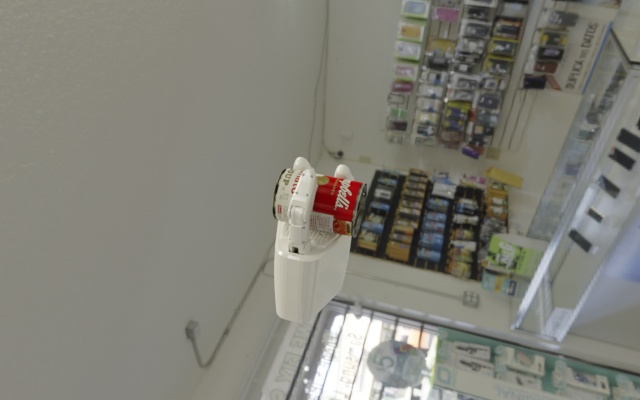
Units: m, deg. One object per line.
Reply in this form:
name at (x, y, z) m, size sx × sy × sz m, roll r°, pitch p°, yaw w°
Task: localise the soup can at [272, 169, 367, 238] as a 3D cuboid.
soup can at (0.000, 0.001, 0.585) m, size 0.102 × 0.068 × 0.068 m, roll 12°, pitch 2°, yaw 12°
